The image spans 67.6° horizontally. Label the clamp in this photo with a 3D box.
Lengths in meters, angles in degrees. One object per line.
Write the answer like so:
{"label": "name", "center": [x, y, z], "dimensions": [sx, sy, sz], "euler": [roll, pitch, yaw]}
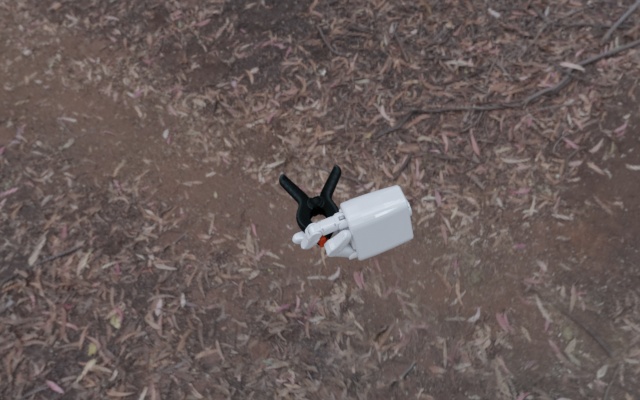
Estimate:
{"label": "clamp", "center": [0.000, 0.003, 0.882], "dimensions": [0.120, 0.171, 0.039], "euler": [-21, -31, -2]}
